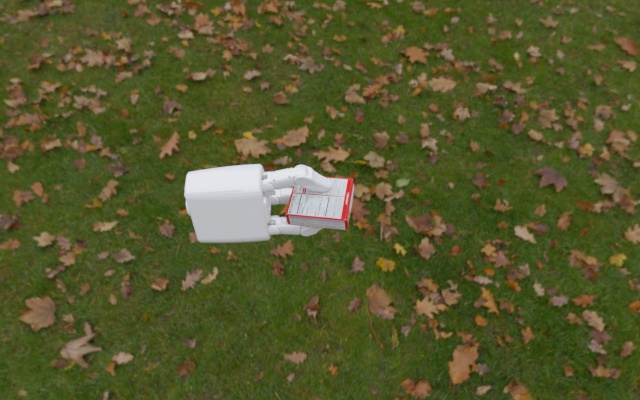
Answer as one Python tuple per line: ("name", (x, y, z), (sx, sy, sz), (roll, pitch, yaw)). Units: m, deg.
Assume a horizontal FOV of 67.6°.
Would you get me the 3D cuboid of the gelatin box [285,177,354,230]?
("gelatin box", (0.000, 0.002, 0.688), (0.089, 0.073, 0.030), (4, -35, 11))
